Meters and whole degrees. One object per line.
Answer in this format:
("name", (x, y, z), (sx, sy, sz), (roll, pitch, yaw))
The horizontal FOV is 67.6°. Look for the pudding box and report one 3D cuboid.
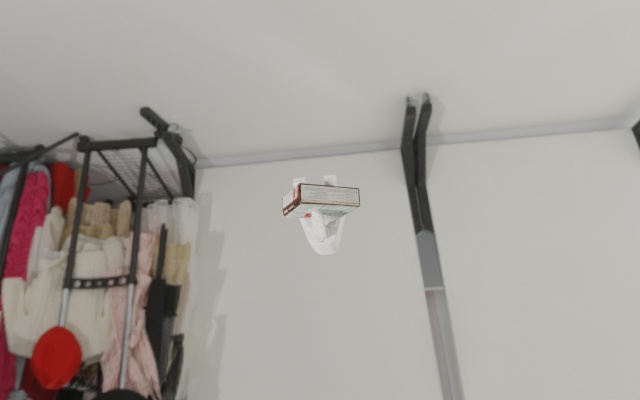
("pudding box", (0.000, 0.003, 0.828), (0.113, 0.039, 0.090), (2, -18, -23))
